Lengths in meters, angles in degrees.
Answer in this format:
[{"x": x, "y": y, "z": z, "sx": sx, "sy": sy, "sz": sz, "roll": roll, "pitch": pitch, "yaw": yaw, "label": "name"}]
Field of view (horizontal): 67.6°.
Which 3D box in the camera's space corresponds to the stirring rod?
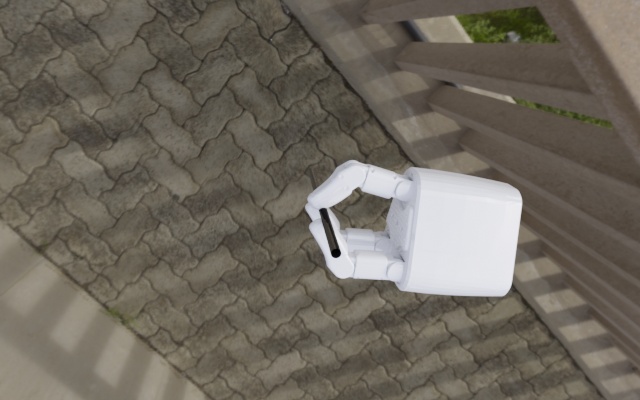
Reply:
[{"x": 0.000, "y": 0.001, "z": 0.470, "sx": 0.011, "sy": 0.011, "sz": 0.239, "roll": 0, "pitch": 19, "yaw": -6, "label": "stirring rod"}]
